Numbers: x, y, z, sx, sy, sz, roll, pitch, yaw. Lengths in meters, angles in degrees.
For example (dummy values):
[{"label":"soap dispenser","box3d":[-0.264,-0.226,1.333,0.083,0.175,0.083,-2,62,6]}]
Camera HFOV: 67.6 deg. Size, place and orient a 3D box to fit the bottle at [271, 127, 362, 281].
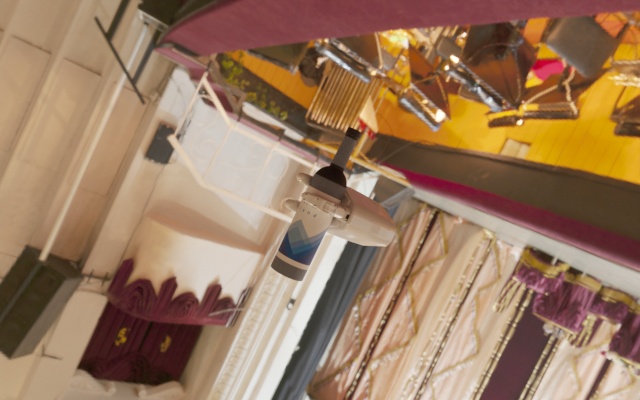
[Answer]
[{"label":"bottle","box3d":[0.000,0.003,0.884,0.069,0.296,0.069,26,2,-1]}]
